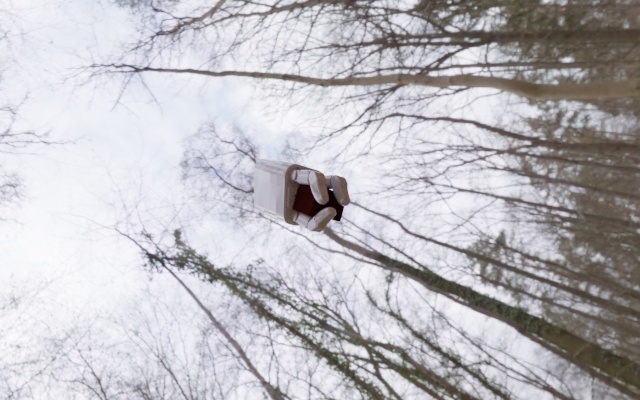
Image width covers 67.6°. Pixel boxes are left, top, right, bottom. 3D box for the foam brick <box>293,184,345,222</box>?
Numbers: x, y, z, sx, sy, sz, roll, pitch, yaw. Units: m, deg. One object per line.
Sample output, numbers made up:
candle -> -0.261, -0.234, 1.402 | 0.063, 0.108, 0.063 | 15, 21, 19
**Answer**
foam brick -> 0.000, 0.003, 0.866 | 0.078, 0.053, 0.051 | 14, 4, -44
